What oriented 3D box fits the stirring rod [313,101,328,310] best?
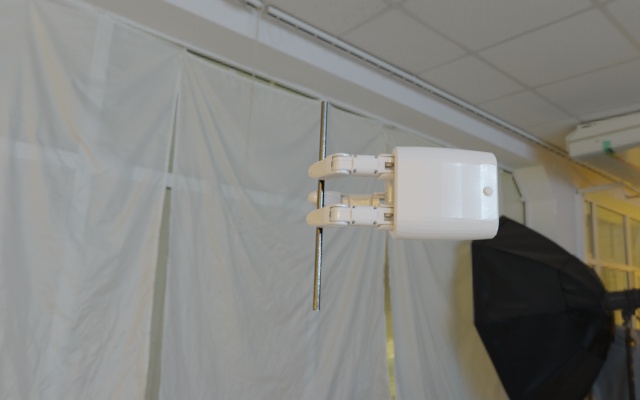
[{"bbox_3d":[0.000,0.002,0.543,0.011,0.239,0.011,2,-10,0],"label":"stirring rod"}]
